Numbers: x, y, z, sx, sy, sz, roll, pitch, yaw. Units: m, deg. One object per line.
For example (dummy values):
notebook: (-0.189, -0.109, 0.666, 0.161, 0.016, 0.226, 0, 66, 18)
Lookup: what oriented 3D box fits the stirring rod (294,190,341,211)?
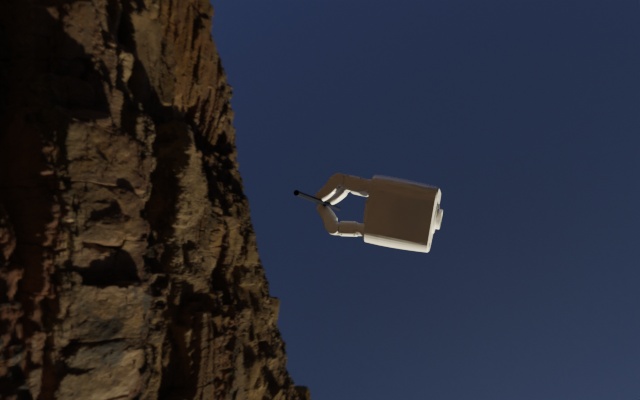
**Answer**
stirring rod: (0.000, 0.003, 0.783, 0.011, 0.011, 0.239, 0, -6, 16)
